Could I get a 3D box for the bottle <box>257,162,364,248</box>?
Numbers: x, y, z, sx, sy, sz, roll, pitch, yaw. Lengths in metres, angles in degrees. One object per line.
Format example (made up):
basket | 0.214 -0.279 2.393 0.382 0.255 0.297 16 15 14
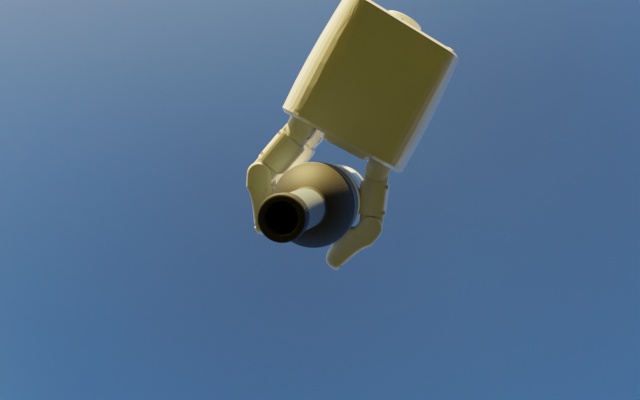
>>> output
bottle | 0.000 0.001 0.405 0.069 0.069 0.295 0 3 8
